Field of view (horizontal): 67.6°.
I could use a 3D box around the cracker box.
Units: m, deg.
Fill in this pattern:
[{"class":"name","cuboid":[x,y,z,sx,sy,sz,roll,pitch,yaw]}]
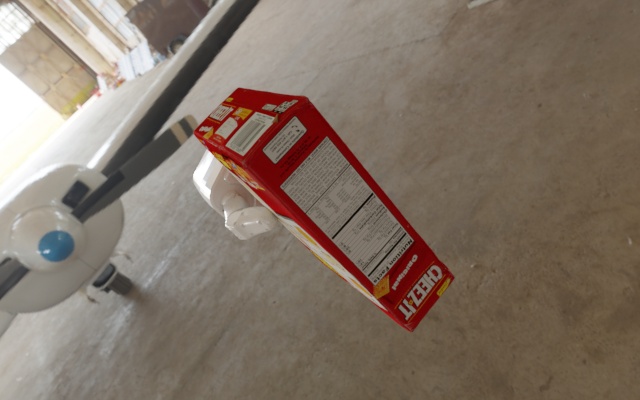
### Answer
[{"class":"cracker box","cuboid":[0.000,0.001,0.425,0.214,0.072,0.164,47,-9,-28]}]
